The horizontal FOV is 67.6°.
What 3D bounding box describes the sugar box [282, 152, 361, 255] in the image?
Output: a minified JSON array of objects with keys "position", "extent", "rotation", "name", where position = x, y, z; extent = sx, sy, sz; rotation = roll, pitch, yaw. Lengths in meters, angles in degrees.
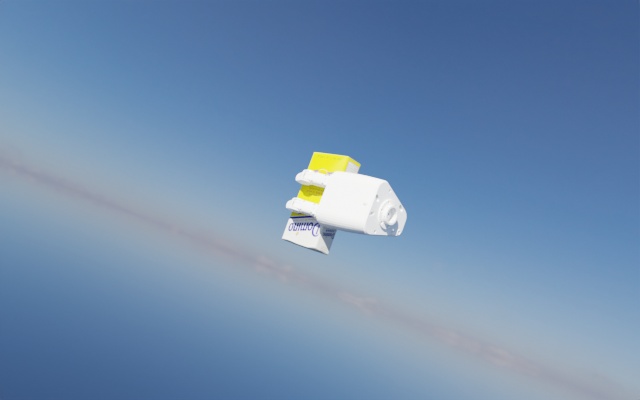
[{"position":[0.000,0.003,0.874],"extent":[0.093,0.176,0.048],"rotation":[12,-13,45],"name":"sugar box"}]
